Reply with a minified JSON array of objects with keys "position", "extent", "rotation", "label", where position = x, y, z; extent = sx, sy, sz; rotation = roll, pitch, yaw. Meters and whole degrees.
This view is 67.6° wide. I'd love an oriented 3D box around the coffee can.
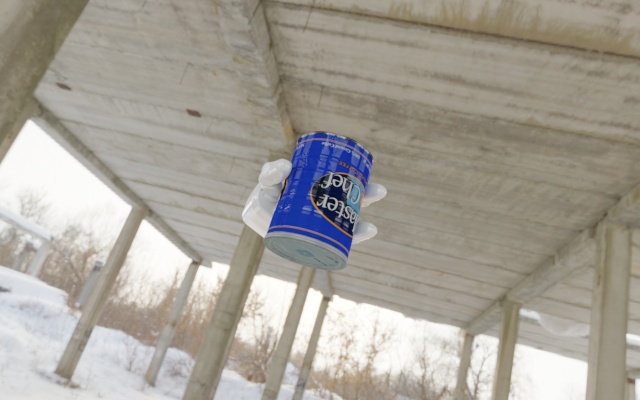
[{"position":[0.000,0.002,0.585],"extent":[0.103,0.140,0.103],"rotation":[15,-22,6],"label":"coffee can"}]
